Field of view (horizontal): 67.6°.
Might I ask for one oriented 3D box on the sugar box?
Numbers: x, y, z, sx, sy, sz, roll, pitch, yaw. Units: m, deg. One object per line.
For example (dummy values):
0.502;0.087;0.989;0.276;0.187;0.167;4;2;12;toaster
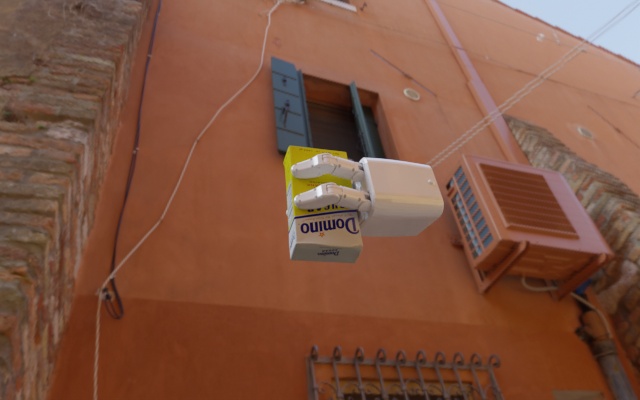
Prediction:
0.000;0.002;0.674;0.093;0.176;0.048;4;-42;-15;sugar box
